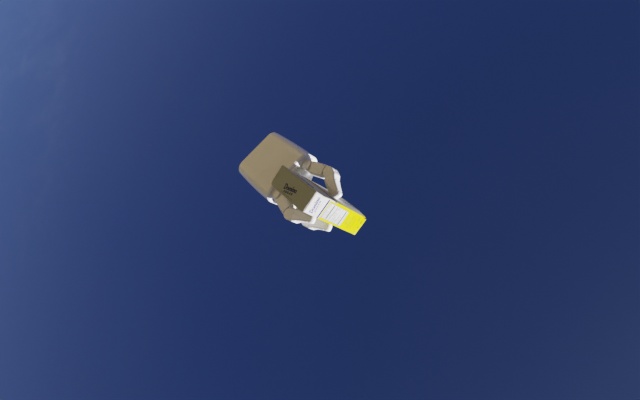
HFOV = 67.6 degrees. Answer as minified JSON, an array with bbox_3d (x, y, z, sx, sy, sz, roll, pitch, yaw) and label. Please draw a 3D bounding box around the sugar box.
[{"bbox_3d":[0.000,0.003,0.833,0.093,0.048,0.176,39,9,36],"label":"sugar box"}]
